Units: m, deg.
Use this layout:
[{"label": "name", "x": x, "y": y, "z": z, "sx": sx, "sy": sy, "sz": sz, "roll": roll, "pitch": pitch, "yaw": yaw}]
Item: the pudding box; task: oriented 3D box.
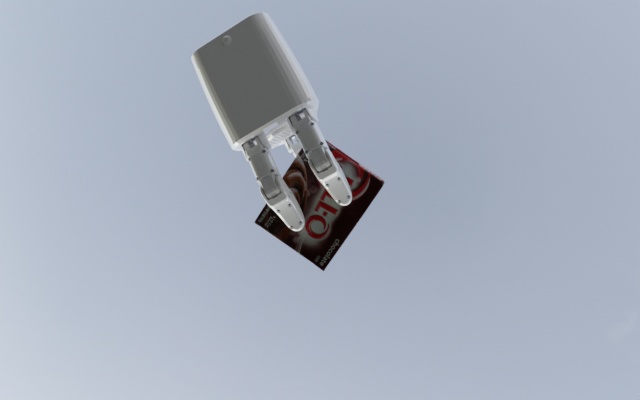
[{"label": "pudding box", "x": 0.000, "y": 0.002, "z": 0.500, "sx": 0.090, "sy": 0.113, "sz": 0.039, "roll": 34, "pitch": 10, "yaw": 6}]
